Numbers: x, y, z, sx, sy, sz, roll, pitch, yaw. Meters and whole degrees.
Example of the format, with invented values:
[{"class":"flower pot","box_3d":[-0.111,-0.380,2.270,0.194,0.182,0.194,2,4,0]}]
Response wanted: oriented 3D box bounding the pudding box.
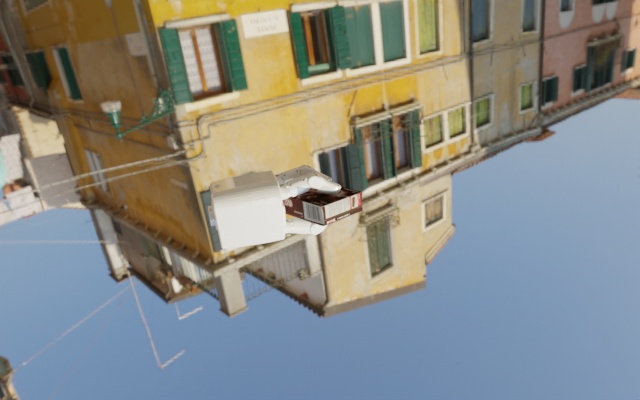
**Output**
[{"class":"pudding box","box_3d":[0.000,0.003,0.797,0.090,0.039,0.113,-21,26,-37]}]
